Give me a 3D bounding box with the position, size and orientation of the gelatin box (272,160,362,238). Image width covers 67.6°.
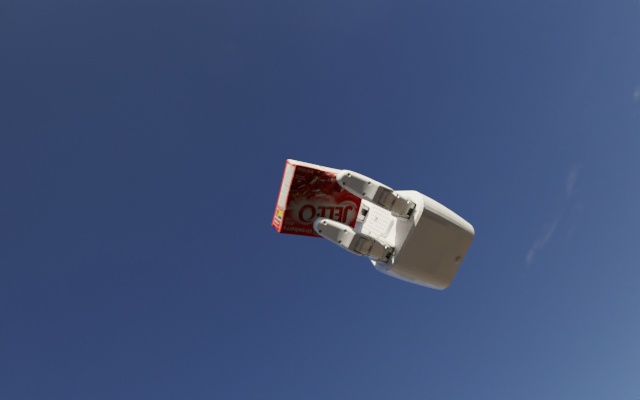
[{"bbox_3d":[0.000,0.001,0.507,0.089,0.073,0.030,10,11,-27],"label":"gelatin box"}]
